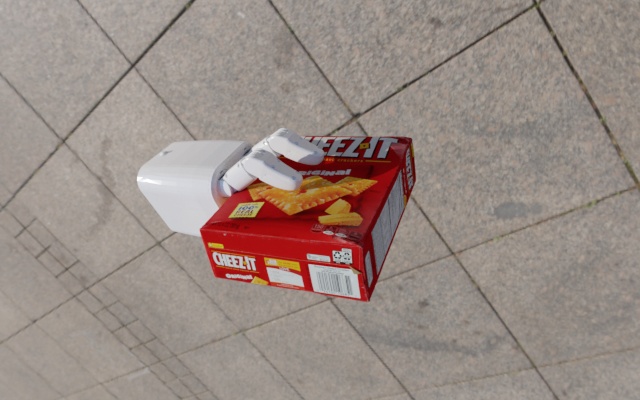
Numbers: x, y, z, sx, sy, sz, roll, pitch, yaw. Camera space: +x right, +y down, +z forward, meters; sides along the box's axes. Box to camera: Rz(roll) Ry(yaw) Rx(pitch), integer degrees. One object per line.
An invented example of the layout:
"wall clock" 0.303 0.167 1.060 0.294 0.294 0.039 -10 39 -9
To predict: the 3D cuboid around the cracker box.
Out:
"cracker box" 0.000 0.002 0.514 0.164 0.072 0.213 5 34 22
